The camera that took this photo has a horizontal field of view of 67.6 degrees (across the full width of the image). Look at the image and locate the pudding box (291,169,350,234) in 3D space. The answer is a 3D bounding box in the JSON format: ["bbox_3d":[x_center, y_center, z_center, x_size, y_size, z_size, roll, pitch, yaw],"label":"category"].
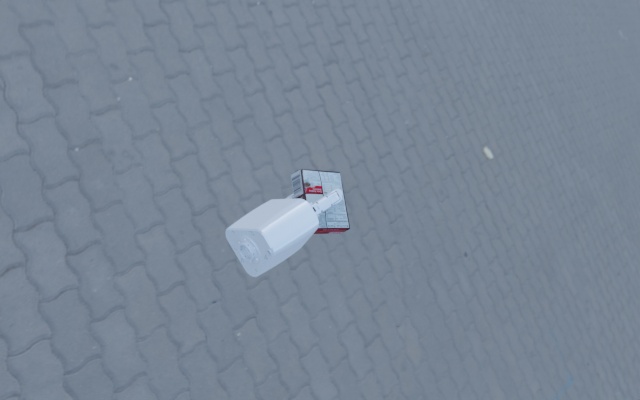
[{"bbox_3d":[0.000,0.003,0.848,0.090,0.113,0.039,3,-17,-36],"label":"pudding box"}]
